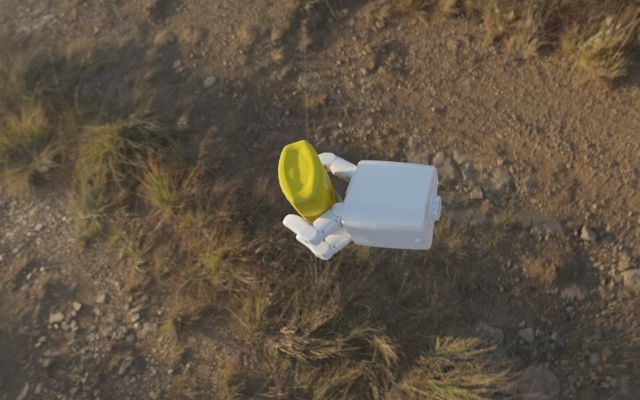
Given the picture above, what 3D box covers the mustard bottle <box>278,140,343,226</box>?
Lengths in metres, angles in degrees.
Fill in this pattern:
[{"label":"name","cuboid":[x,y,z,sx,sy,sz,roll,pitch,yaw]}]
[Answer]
[{"label":"mustard bottle","cuboid":[0.000,0.002,0.692,0.058,0.096,0.192,-18,-31,10]}]
